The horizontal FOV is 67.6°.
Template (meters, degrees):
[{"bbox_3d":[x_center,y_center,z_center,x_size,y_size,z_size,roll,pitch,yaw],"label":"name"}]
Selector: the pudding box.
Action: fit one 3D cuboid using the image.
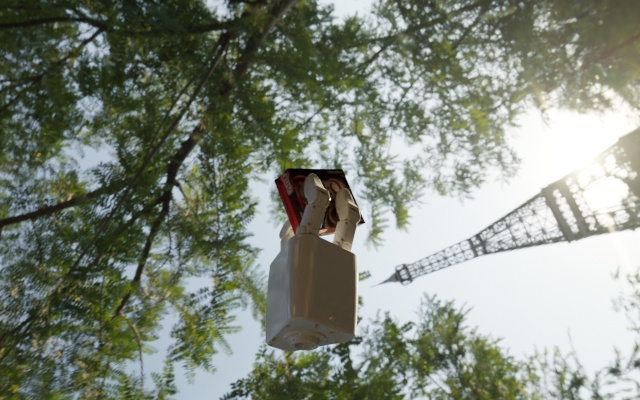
[{"bbox_3d":[0.000,0.002,0.657,0.113,0.090,0.039,-2,-25,-48],"label":"pudding box"}]
